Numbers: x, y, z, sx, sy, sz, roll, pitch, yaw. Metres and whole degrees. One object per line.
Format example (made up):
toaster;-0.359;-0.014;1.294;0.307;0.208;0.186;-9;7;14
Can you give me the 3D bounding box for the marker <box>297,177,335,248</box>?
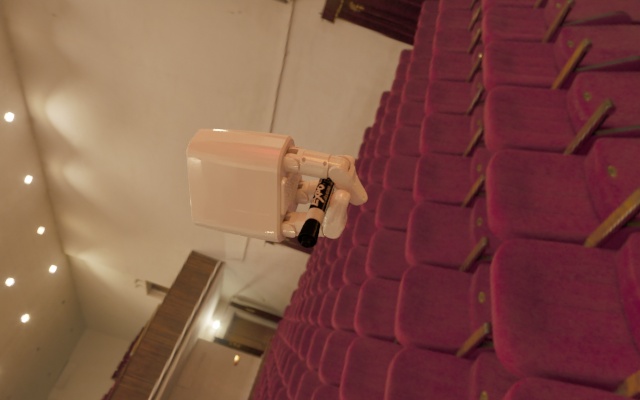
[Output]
marker;0.000;0.002;0.481;0.020;0.020;0.121;0;41;18
